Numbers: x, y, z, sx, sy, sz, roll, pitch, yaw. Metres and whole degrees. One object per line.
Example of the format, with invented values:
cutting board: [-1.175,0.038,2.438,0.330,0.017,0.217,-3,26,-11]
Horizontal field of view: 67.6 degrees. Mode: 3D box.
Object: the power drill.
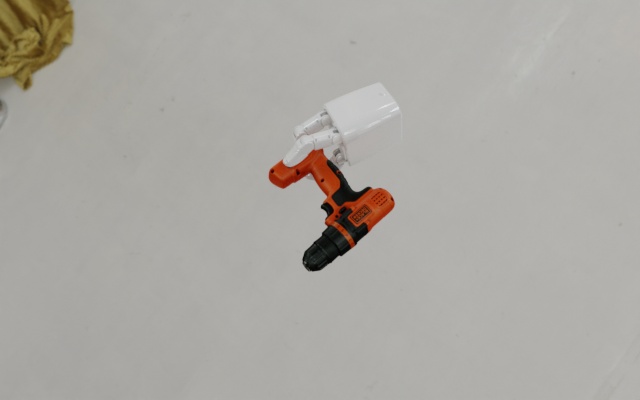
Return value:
power drill: [0.000,0.002,0.789,0.184,0.187,0.057,-39,-18,-17]
